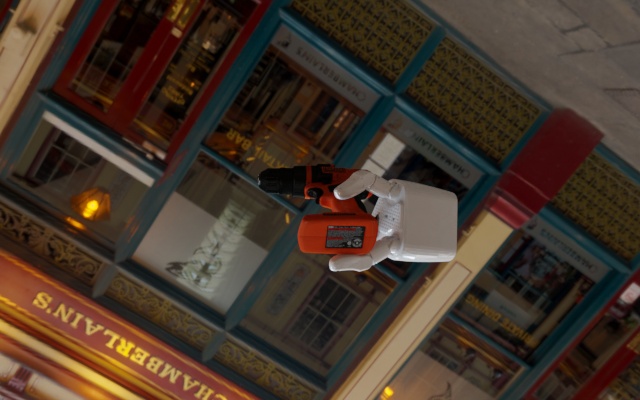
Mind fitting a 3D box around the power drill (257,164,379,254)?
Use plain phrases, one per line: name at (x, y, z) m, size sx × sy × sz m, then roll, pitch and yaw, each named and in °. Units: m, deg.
power drill at (0.000, 0.003, 0.690) m, size 0.184 × 0.057 × 0.187 m, roll 0°, pitch 30°, yaw -6°
